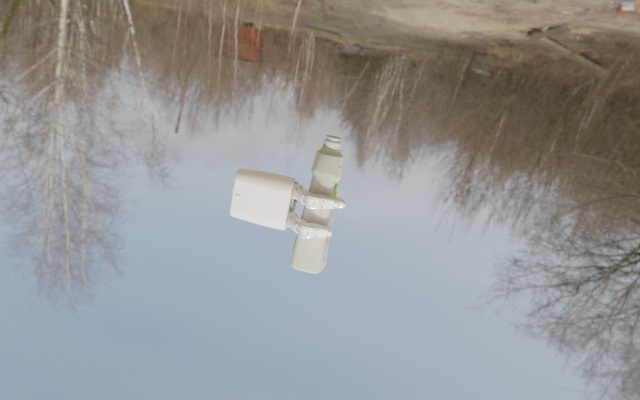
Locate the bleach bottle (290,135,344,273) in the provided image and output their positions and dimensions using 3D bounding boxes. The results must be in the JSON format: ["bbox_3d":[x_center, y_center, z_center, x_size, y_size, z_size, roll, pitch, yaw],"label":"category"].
[{"bbox_3d":[0.000,0.003,0.889,0.068,0.251,0.102,13,17,4],"label":"bleach bottle"}]
